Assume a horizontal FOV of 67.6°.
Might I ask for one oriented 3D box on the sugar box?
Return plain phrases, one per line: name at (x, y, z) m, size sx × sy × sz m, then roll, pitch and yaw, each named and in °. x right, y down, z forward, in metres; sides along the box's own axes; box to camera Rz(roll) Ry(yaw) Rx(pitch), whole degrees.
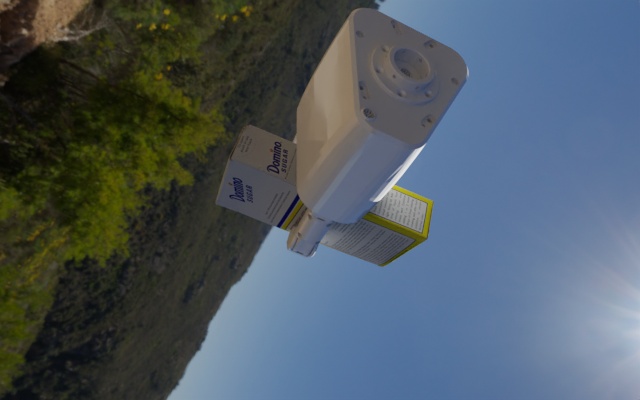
sugar box at (0.000, 0.001, 0.430) m, size 0.176 × 0.048 × 0.093 m, roll 24°, pitch -30°, yaw -9°
